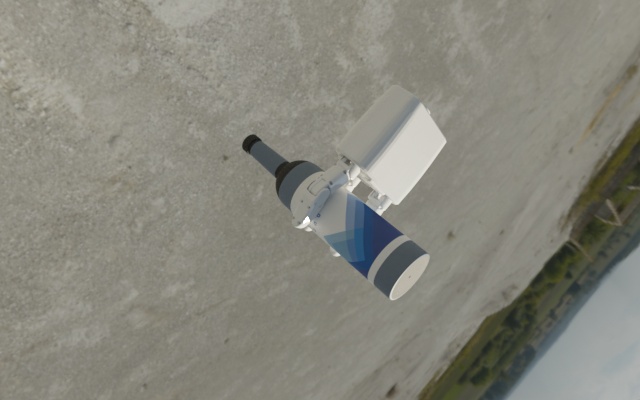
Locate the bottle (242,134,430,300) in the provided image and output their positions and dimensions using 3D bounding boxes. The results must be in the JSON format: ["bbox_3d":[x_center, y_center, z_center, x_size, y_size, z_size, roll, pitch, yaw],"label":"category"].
[{"bbox_3d":[0.000,0.002,0.597,0.295,0.069,0.069,40,22,28],"label":"bottle"}]
